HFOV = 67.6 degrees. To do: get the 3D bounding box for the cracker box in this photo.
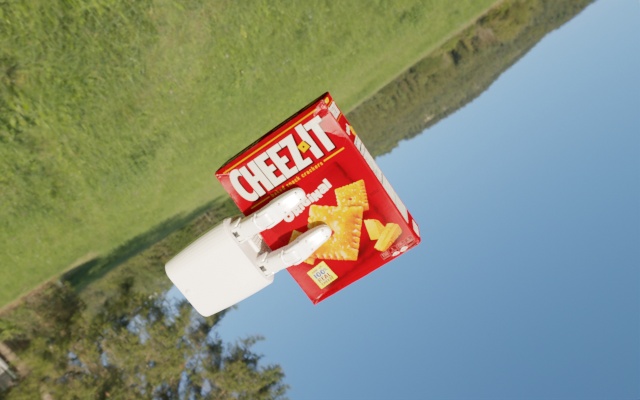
[{"bbox_3d":[0.000,0.002,0.598,0.164,0.214,0.072,-32,14,15],"label":"cracker box"}]
